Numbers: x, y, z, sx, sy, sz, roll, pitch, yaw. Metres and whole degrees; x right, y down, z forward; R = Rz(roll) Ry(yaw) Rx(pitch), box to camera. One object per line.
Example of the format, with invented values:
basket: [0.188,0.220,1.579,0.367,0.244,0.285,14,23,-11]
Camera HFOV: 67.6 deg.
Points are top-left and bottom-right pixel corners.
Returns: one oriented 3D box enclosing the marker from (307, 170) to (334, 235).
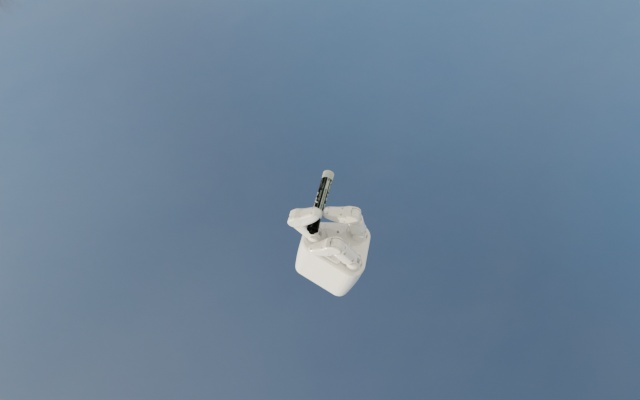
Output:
marker: [0.000,0.002,0.770,0.020,0.121,0.020,11,-34,8]
